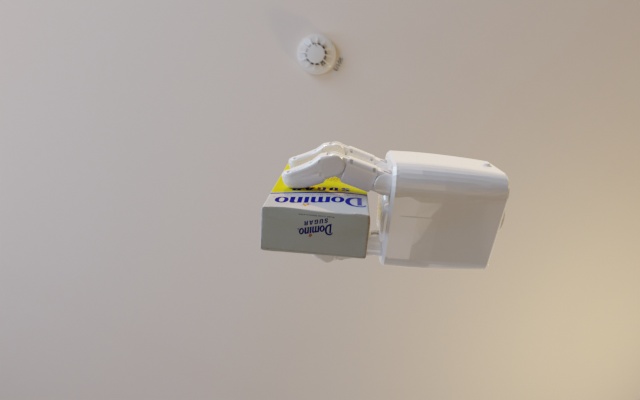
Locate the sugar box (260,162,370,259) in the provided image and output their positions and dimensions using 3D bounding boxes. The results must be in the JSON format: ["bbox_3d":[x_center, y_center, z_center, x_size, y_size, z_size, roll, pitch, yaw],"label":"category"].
[{"bbox_3d":[0.000,0.001,0.479,0.093,0.048,0.176,5,15,2],"label":"sugar box"}]
